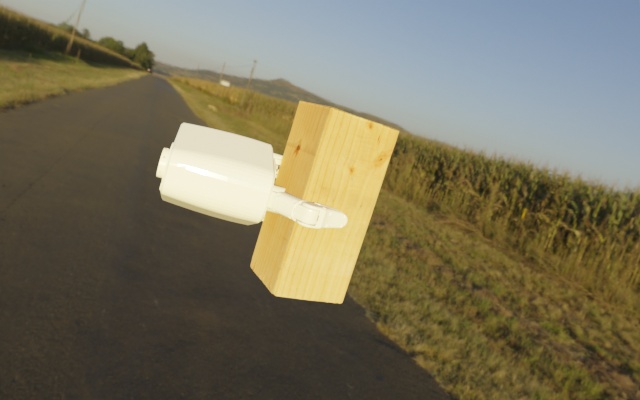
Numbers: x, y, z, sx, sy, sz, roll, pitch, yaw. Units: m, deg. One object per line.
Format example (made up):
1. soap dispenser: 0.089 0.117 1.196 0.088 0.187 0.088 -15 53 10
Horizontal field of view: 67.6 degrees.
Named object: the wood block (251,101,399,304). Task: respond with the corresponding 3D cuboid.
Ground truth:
1. wood block: 0.000 0.002 0.548 0.090 0.206 0.090 13 9 -29
